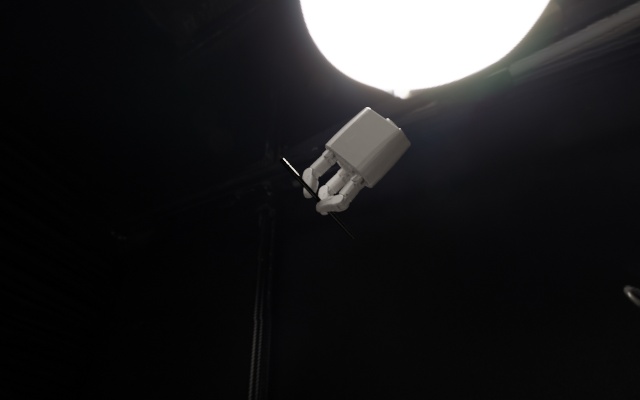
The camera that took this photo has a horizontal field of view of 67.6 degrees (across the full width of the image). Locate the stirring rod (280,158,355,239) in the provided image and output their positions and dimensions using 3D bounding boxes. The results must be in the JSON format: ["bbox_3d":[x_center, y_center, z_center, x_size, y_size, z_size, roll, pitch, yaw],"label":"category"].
[{"bbox_3d":[0.000,0.003,0.845,0.011,0.011,0.240,0,-35,39],"label":"stirring rod"}]
